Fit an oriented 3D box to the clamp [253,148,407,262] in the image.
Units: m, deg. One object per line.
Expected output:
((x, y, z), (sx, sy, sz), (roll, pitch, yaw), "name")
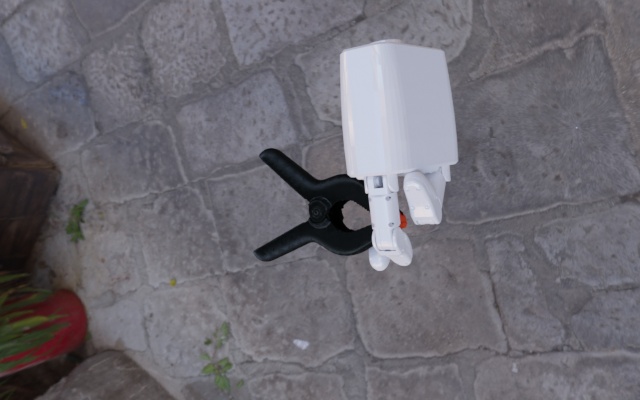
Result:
((0.000, 0.002, 0.476), (0.171, 0.120, 0.039), (-4, 6, 29), "clamp")
